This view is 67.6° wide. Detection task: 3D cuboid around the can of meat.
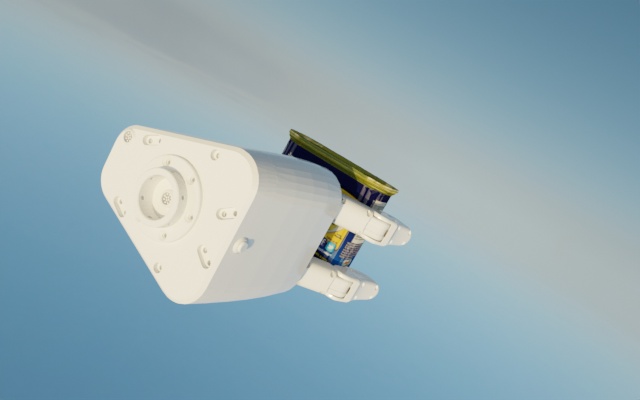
[{"bbox_3d":[0.000,0.002,0.405,0.102,0.084,0.057,33,9,19],"label":"can of meat"}]
